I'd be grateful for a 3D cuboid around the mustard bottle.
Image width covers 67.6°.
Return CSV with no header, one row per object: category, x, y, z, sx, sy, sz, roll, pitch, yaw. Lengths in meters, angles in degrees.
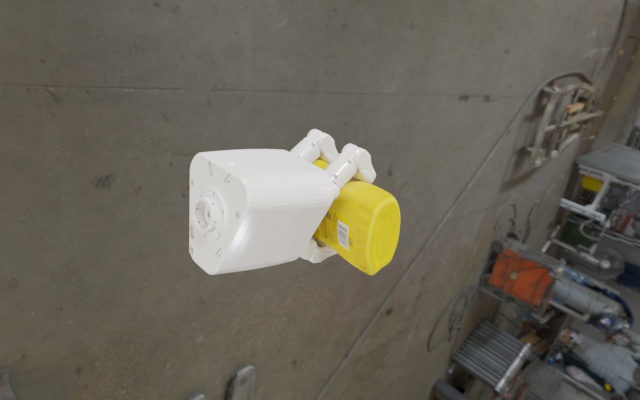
mustard bottle,0.001,0.002,0.549,0.058,0.096,0.191,-32,45,-32
